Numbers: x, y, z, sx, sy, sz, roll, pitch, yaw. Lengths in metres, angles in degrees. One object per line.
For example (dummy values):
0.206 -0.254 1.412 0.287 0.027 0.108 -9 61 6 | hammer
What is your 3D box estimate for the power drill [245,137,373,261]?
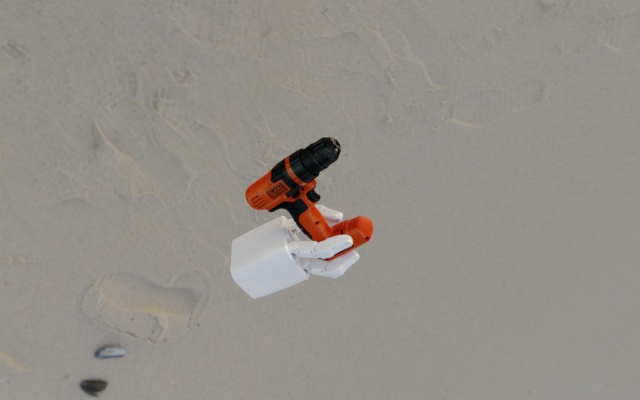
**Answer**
0.000 0.003 0.761 0.184 0.188 0.057 -30 26 31 | power drill
